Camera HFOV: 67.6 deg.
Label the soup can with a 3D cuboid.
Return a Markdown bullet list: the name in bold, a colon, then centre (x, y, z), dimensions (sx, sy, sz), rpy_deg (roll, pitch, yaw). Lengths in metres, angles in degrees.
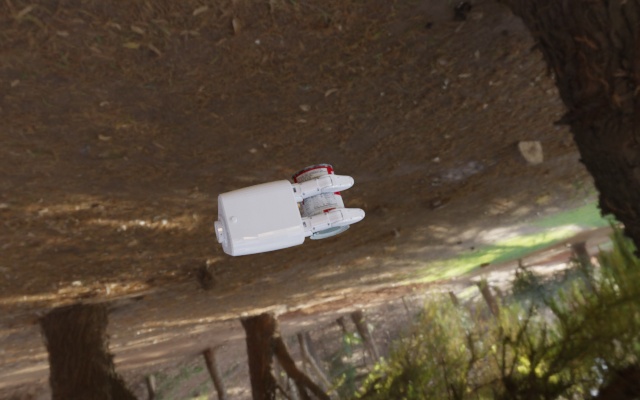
- **soup can**: centre (0.001, 0.003, 0.753), dimensions (0.068, 0.102, 0.068), rpy_deg (-15, -15, -4)
